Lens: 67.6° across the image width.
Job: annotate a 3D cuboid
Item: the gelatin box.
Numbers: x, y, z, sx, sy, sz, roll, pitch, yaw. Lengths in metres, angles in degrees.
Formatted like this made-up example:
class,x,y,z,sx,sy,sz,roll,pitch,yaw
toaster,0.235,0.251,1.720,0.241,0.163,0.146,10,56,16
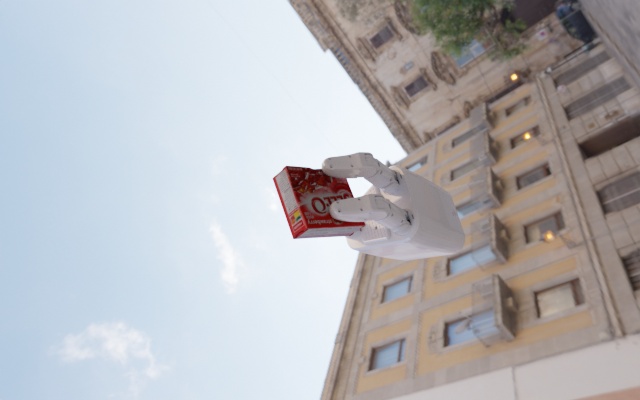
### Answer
class,x,y,z,sx,sy,sz,roll,pitch,yaw
gelatin box,0.000,0.002,0.513,0.089,0.073,0.030,1,-29,-43
